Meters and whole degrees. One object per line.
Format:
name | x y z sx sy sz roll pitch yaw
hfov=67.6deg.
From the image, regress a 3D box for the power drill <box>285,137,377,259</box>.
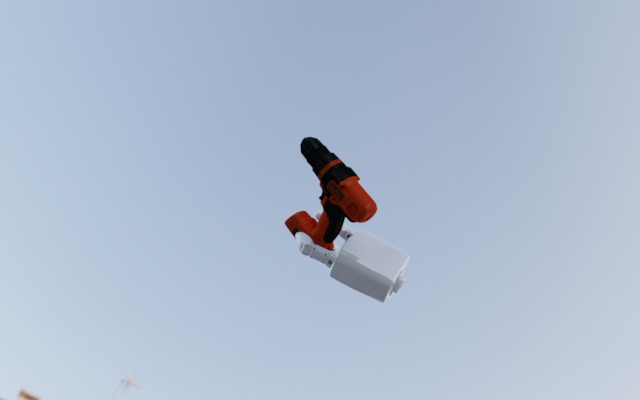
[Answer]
power drill | 0.000 0.003 0.857 0.057 0.184 0.188 -21 -26 -39
